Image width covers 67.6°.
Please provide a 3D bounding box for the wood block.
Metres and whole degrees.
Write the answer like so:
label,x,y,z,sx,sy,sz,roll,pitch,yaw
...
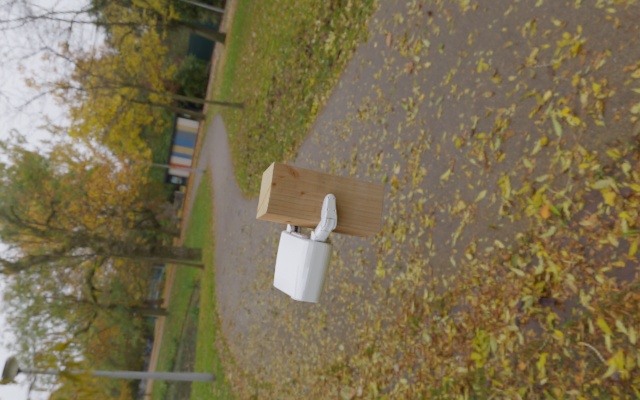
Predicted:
label,x,y,z,sx,sy,sz,roll,pitch,yaw
wood block,0.000,0.003,0.858,0.206,0.090,0.091,11,-12,-17
